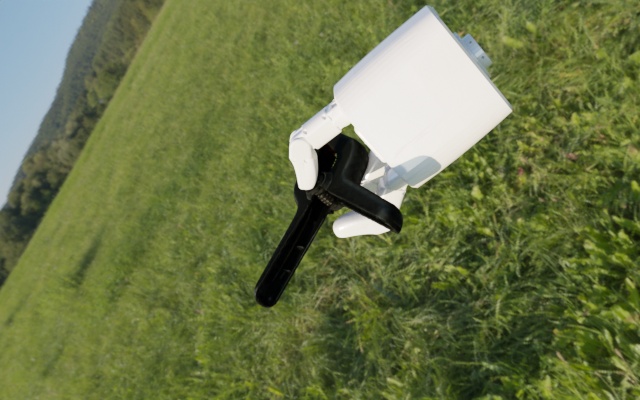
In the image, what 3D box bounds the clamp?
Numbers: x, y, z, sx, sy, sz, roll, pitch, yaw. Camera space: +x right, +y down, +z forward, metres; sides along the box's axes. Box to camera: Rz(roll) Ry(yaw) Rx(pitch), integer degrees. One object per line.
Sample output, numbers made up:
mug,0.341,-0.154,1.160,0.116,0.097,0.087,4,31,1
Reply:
clamp,0.000,0.001,0.477,0.164,0.036,0.209,-37,28,23
